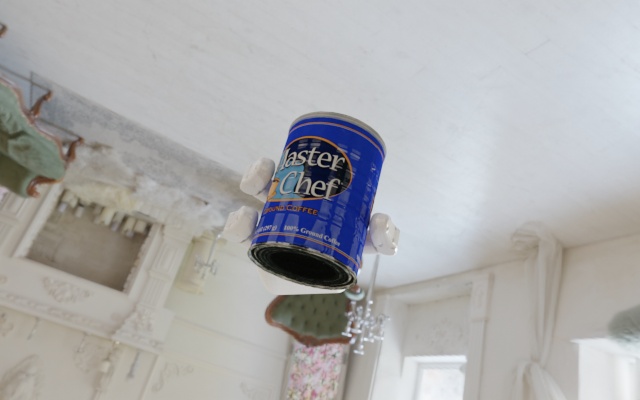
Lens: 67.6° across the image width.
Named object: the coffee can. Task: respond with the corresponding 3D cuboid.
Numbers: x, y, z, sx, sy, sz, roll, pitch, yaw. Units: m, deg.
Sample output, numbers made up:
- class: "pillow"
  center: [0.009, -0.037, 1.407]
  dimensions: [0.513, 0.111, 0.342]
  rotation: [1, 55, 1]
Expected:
- class: "coffee can"
  center: [0.000, 0.001, 0.459]
  dimensions: [0.103, 0.140, 0.103]
  rotation: [13, -26, 6]
